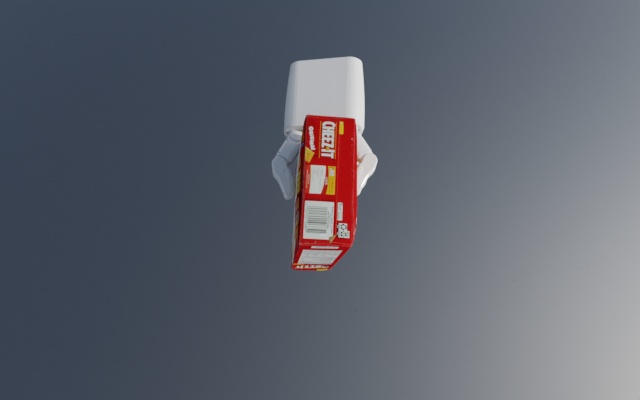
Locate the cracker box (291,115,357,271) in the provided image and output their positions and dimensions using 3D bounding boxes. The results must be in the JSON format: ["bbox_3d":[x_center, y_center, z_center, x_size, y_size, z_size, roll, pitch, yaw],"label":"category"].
[{"bbox_3d":[0.000,0.002,0.661,0.072,0.164,0.214,3,-16,-5],"label":"cracker box"}]
